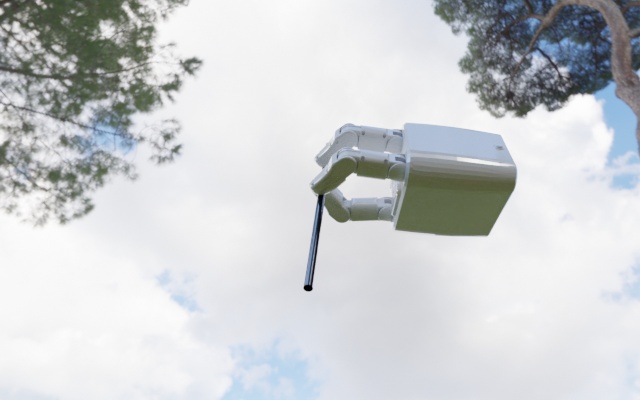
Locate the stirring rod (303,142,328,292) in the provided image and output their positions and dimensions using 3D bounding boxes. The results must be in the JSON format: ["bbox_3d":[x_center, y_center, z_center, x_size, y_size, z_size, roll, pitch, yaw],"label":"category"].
[{"bbox_3d":[0.000,0.002,0.479,0.011,0.011,0.239,0,35,6],"label":"stirring rod"}]
